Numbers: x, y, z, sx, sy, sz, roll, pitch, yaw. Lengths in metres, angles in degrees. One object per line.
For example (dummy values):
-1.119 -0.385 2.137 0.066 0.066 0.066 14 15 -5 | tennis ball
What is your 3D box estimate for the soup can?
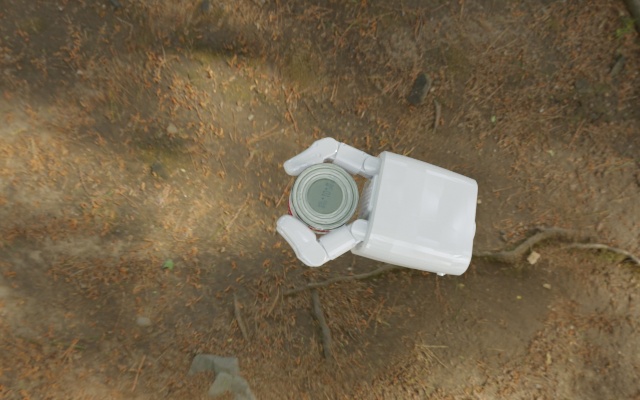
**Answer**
0.000 0.001 0.508 0.068 0.068 0.102 0 -7 -6 | soup can
